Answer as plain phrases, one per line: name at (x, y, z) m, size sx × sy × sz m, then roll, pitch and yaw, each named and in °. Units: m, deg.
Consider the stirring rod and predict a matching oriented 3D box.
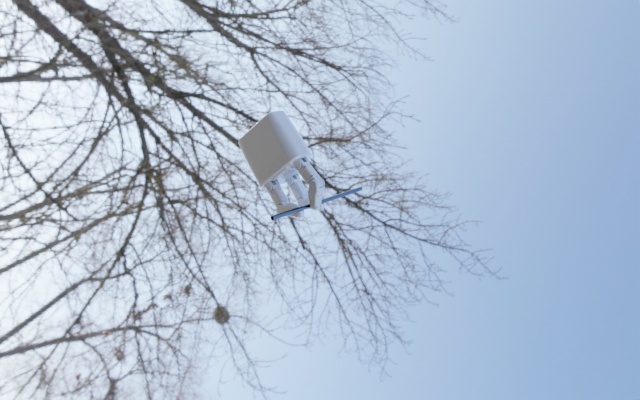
stirring rod at (0.000, 0.003, 0.899) m, size 0.011 × 0.011 × 0.239 m, roll 0°, pitch 13°, yaw 45°
